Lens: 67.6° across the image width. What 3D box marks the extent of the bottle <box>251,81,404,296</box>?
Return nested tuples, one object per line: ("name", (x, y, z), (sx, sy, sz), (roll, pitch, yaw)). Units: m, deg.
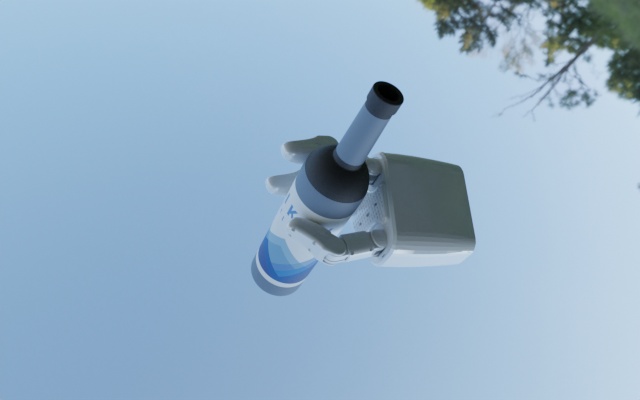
("bottle", (0.000, 0.002, 0.479), (0.069, 0.069, 0.296), (0, -36, -26))
